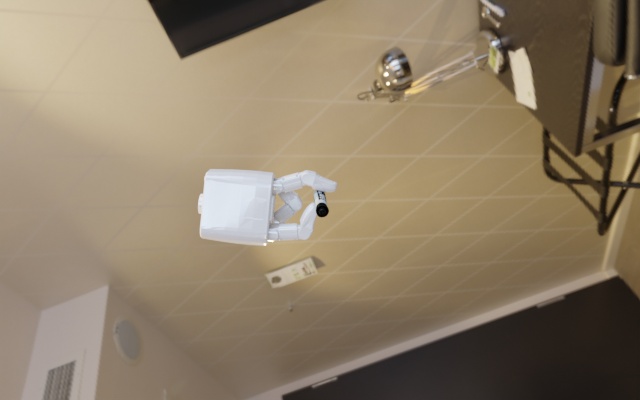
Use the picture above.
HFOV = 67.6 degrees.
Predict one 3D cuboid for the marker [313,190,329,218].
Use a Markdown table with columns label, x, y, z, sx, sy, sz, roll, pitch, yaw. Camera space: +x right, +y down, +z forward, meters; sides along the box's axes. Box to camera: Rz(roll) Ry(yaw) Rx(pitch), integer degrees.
| label | x | y | z | sx | sy | sz | roll | pitch | yaw |
| --- | --- | --- | --- | --- | --- | --- | --- | --- | --- |
| marker | 0.000 | 0.002 | 0.726 | 0.020 | 0.020 | 0.121 | 0 | 14 | -2 |
